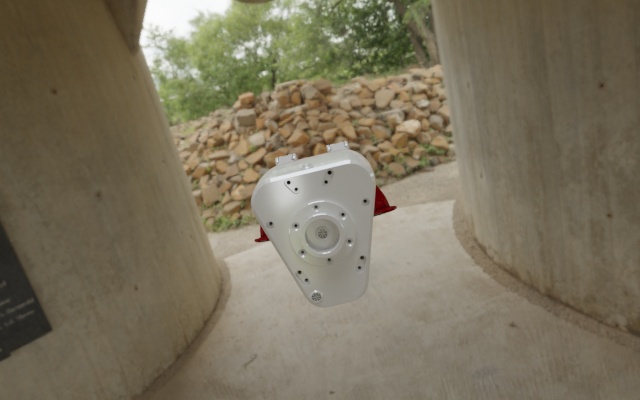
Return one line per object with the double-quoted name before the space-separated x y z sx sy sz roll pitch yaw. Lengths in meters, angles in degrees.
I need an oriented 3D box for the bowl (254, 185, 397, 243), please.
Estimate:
"bowl" 0.000 0.001 0.534 0.162 0.055 0.162 -13 -1 0
